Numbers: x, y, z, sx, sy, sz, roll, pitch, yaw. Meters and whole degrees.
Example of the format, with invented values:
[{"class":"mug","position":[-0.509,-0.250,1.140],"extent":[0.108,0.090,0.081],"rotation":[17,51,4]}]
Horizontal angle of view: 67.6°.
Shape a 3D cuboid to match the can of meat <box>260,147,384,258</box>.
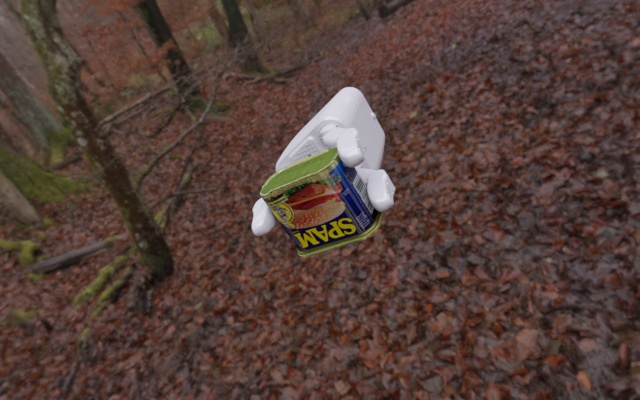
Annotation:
[{"class":"can of meat","position":[0.000,0.001,0.488],"extent":[0.102,0.084,0.057],"rotation":[-20,25,31]}]
